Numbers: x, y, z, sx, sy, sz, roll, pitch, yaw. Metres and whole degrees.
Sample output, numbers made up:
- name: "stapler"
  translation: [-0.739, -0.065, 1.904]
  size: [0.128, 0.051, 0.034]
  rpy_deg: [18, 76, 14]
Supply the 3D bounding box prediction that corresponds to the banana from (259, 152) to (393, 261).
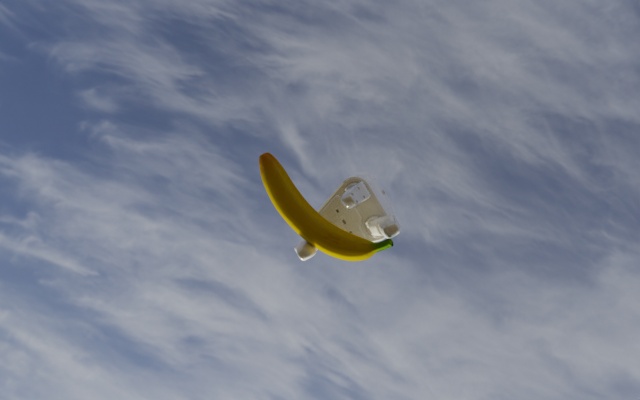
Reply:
- name: "banana"
  translation: [-0.007, 0.019, 0.598]
  size: [0.198, 0.070, 0.037]
  rpy_deg: [35, 17, 7]
